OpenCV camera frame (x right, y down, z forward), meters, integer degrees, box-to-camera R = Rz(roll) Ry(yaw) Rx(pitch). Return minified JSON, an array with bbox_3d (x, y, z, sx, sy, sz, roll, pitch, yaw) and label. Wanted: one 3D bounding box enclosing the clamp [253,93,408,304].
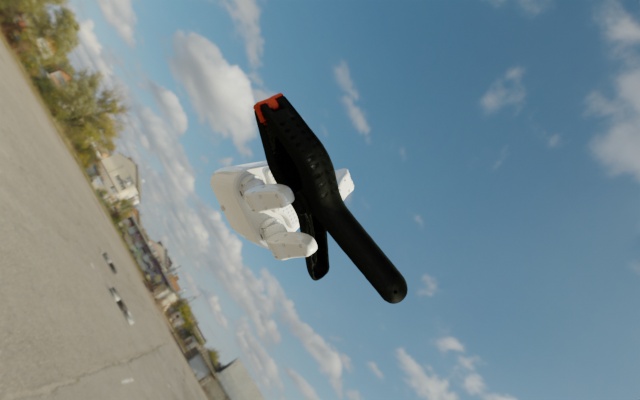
[{"bbox_3d":[0.000,0.001,0.447,0.036,0.210,0.164,-30,19,-25],"label":"clamp"}]
